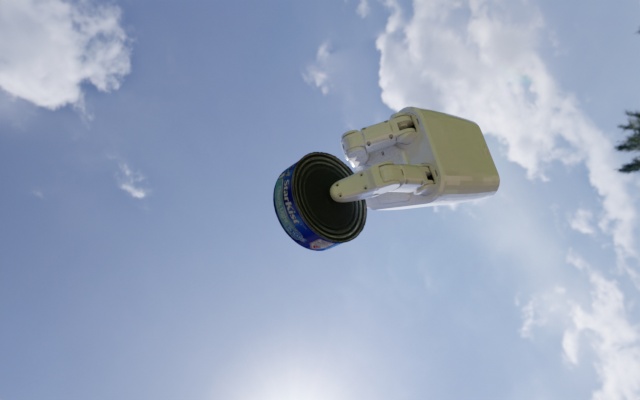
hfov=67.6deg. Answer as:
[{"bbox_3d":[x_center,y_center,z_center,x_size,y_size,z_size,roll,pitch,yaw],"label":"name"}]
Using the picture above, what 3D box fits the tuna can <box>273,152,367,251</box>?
[{"bbox_3d":[0.000,0.002,0.432,0.086,0.086,0.034,0,-20,-42],"label":"tuna can"}]
